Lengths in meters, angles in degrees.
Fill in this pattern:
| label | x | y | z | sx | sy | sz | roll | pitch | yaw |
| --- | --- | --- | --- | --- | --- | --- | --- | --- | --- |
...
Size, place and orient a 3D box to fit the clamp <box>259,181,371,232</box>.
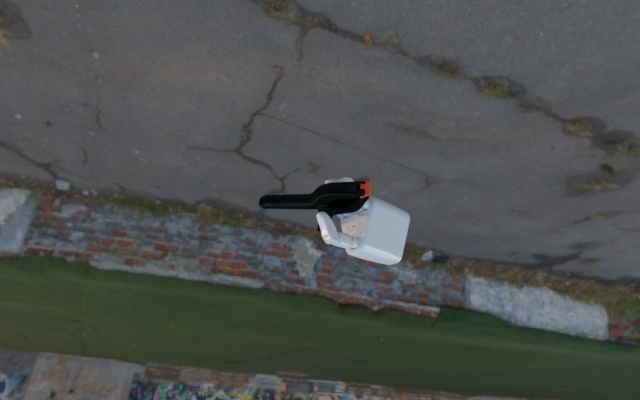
| label | x | y | z | sx | sy | sz | roll | pitch | yaw |
| --- | --- | --- | --- | --- | --- | --- | --- | --- | --- |
| clamp | 0.001 | 0.003 | 0.865 | 0.164 | 0.036 | 0.210 | 20 | -28 | -33 |
